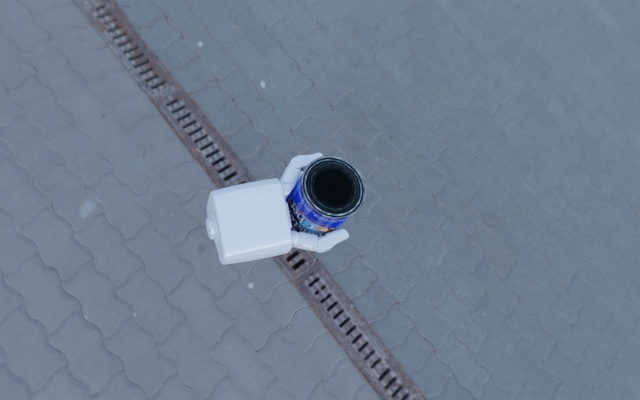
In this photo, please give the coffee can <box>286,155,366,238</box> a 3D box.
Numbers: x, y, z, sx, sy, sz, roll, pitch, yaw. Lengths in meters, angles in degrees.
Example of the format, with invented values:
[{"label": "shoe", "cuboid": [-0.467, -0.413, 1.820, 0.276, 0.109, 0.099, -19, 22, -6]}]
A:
[{"label": "coffee can", "cuboid": [0.000, 0.003, 0.773, 0.103, 0.102, 0.140, 0, -20, -18]}]
